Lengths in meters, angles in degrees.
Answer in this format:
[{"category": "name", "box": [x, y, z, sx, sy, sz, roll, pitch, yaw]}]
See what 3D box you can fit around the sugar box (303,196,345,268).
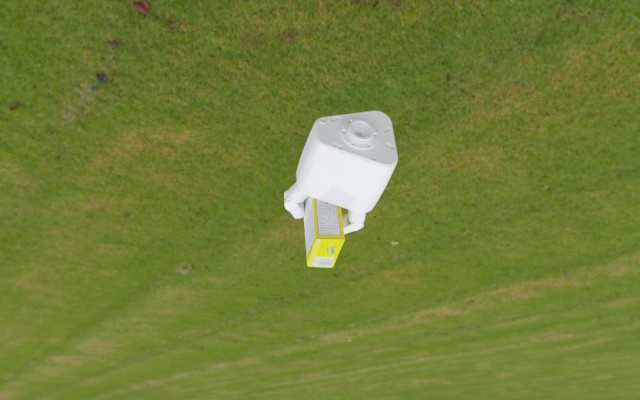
[{"category": "sugar box", "box": [0.001, 0.002, 0.718, 0.048, 0.176, 0.093, 4, -33, -10]}]
